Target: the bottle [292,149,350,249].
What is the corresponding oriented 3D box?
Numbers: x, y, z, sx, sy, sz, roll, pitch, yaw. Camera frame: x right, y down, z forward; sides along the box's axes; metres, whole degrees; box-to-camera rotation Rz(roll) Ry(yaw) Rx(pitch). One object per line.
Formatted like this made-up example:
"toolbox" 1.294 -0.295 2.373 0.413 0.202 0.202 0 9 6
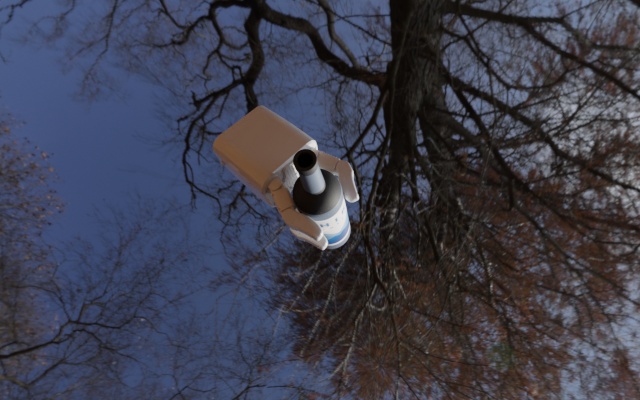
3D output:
"bottle" 0.000 0.002 0.669 0.069 0.069 0.296 0 -19 7
